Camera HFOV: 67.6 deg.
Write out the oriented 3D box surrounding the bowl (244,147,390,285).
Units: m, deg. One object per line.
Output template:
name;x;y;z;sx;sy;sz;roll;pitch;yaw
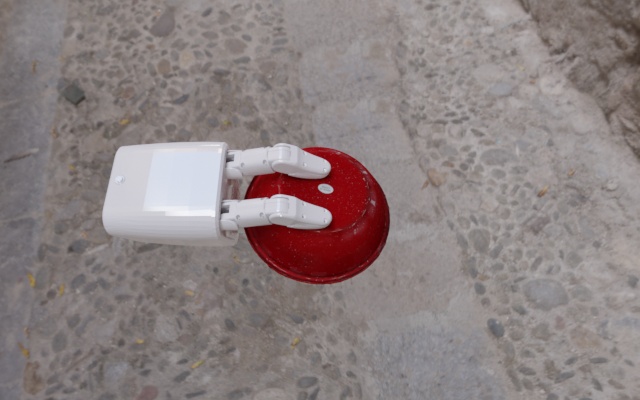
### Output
bowl;0.001;0.001;0.495;0.162;0.162;0.055;0;-26;-9
